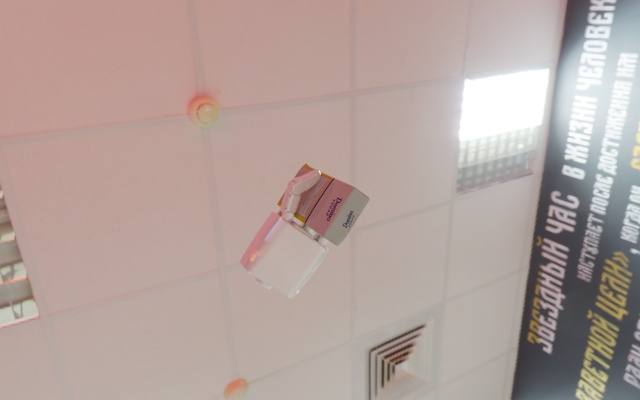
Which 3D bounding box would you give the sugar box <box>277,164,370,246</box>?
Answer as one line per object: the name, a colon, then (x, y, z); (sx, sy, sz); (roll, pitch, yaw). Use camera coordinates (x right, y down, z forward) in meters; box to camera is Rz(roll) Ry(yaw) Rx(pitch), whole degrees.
sugar box: (0.000, 0.003, 0.808); (0.048, 0.093, 0.176); (34, -1, -35)
